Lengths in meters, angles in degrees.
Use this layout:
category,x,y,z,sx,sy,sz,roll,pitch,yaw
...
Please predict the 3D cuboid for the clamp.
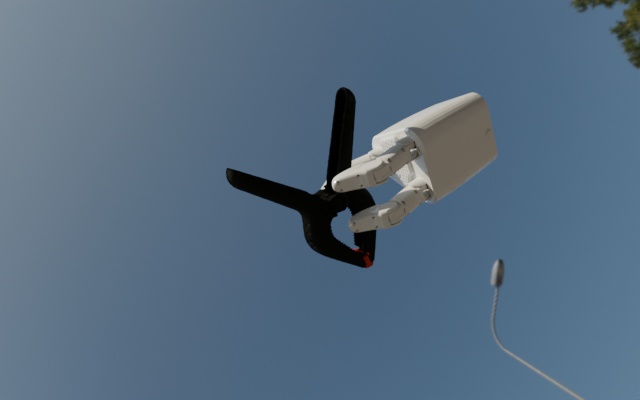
category,x,y,z,sx,sy,sz,roll,pitch,yaw
clamp,0.000,0.002,0.540,0.164,0.210,0.036,-31,27,-16
